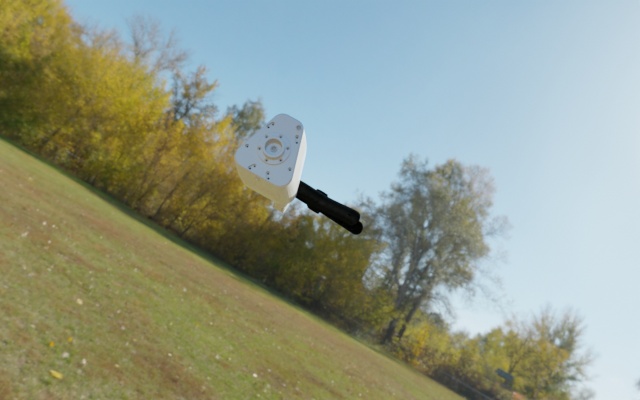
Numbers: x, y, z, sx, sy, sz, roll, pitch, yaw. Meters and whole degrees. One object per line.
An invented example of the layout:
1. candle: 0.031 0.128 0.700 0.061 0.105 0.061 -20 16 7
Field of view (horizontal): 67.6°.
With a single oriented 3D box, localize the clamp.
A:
1. clamp: 0.000 0.002 0.796 0.171 0.039 0.120 29 -13 4
